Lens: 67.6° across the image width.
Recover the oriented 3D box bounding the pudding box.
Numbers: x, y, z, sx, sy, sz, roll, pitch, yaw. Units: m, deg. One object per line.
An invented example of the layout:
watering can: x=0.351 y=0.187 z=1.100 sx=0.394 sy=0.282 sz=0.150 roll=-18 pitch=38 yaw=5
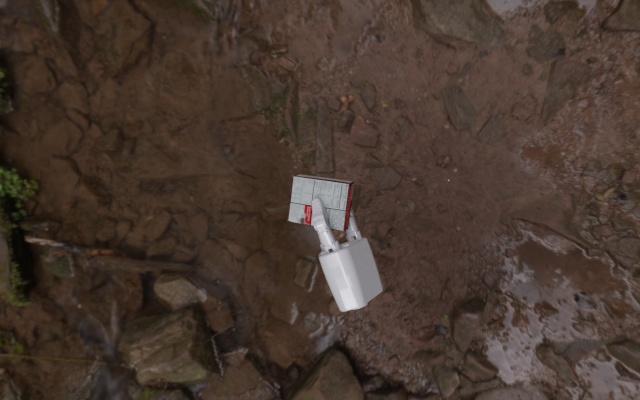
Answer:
pudding box: x=0.000 y=0.003 z=0.871 sx=0.113 sy=0.090 sz=0.039 roll=9 pitch=6 yaw=14
